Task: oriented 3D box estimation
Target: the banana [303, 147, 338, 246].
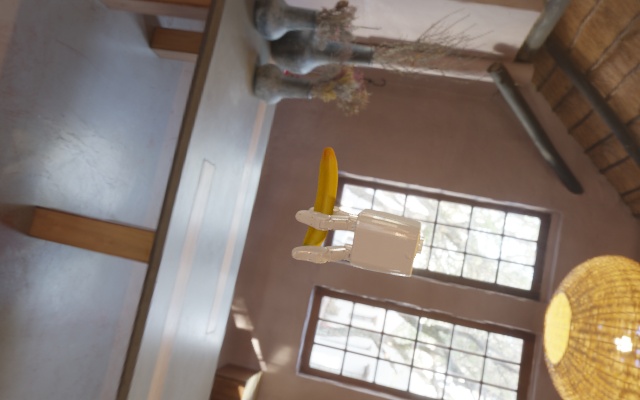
[{"bbox_3d":[0.004,0.007,0.843,0.037,0.198,0.069,13,1,13],"label":"banana"}]
